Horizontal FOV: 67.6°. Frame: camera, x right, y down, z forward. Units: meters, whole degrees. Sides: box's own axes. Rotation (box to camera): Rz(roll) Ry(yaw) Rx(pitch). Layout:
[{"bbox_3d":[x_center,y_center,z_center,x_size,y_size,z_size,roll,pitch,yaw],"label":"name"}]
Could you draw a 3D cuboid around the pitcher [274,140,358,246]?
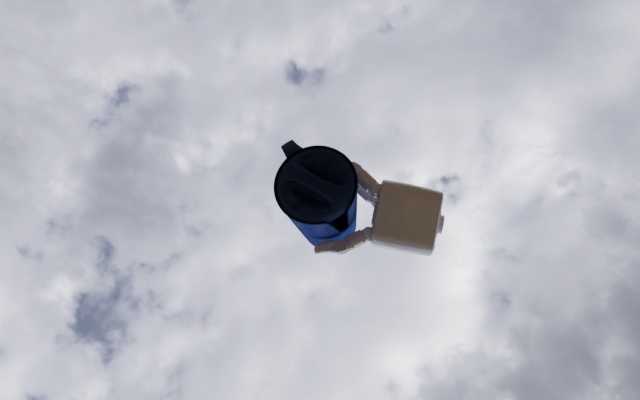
[{"bbox_3d":[0.000,0.003,0.853,0.145,0.149,0.243,9,-18,10],"label":"pitcher"}]
